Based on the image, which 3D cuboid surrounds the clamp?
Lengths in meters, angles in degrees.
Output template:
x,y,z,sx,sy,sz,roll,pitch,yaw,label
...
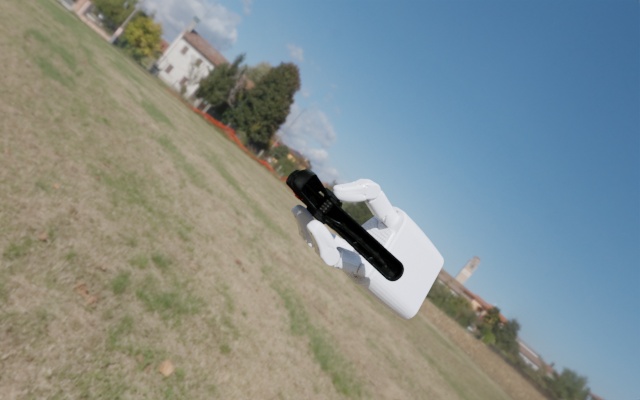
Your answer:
x,y,z,sx,sy,sz,roll,pitch,yaw,label
0.001,0.001,0.563,0.165,0.036,0.210,47,-3,-30,clamp
